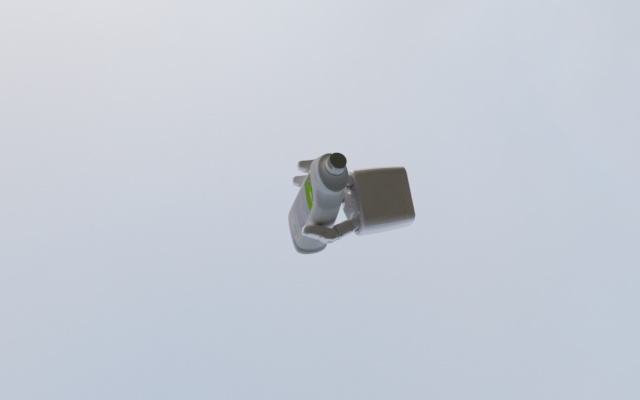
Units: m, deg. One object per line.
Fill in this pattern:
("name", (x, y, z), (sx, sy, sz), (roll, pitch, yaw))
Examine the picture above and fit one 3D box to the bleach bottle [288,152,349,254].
("bleach bottle", (0.000, 0.003, 0.824), (0.068, 0.102, 0.251), (-8, -24, -18))
